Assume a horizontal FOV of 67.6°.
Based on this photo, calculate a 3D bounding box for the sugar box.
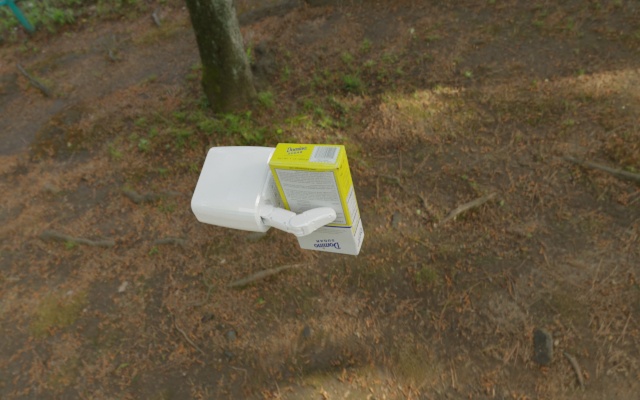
[{"bbox_3d":[0.000,0.002,0.651,0.093,0.048,0.176,5,-39,19],"label":"sugar box"}]
